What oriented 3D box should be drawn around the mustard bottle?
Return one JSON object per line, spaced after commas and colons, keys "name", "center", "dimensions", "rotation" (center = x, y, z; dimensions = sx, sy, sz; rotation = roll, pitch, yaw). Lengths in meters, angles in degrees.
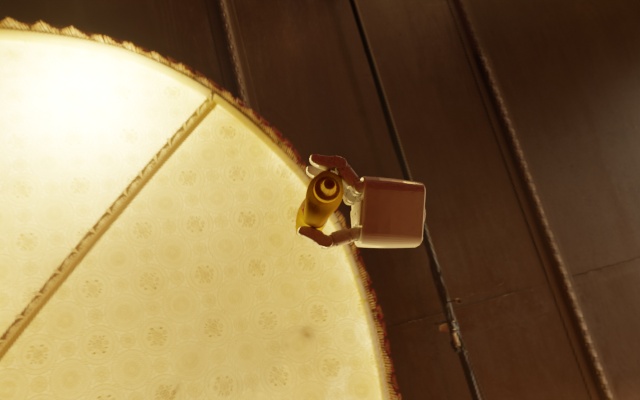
{"name": "mustard bottle", "center": [0.000, 0.003, 0.798], "dimensions": [0.058, 0.096, 0.192], "rotation": [25, -19, -1]}
